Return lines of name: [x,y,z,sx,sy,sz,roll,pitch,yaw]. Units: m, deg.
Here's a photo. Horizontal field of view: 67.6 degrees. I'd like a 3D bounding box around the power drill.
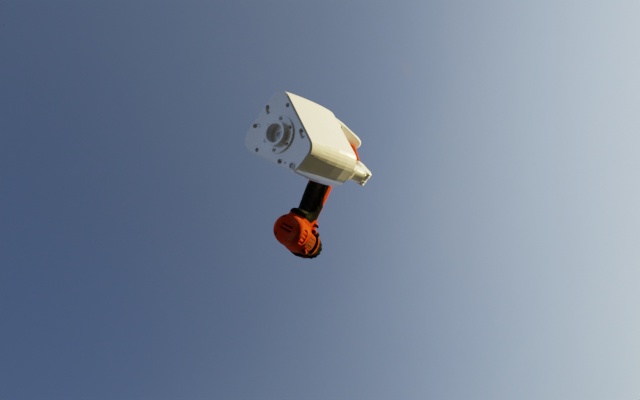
power drill: [0.000,0.002,0.763,0.057,0.187,0.184,23,-9,14]
